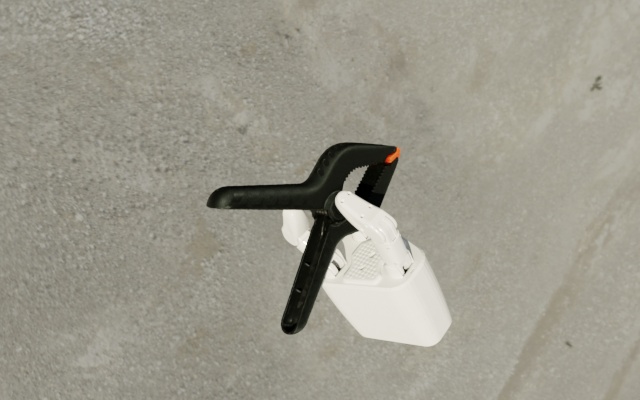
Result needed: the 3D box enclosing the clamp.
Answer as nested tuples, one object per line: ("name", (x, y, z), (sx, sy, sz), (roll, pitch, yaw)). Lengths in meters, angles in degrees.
("clamp", (0.001, 0.001, 0.451), (0.036, 0.165, 0.210), (15, 55, 47))
